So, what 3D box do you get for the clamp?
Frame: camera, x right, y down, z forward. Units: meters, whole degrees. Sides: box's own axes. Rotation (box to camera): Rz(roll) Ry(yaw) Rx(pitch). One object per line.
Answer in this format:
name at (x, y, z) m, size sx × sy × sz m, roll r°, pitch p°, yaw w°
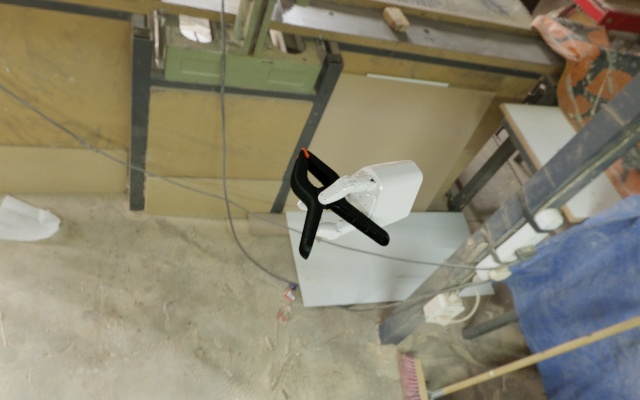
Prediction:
clamp at (0.000, 0.002, 0.767) m, size 0.164 × 0.210 × 0.036 m, roll -12°, pitch -31°, yaw -37°
